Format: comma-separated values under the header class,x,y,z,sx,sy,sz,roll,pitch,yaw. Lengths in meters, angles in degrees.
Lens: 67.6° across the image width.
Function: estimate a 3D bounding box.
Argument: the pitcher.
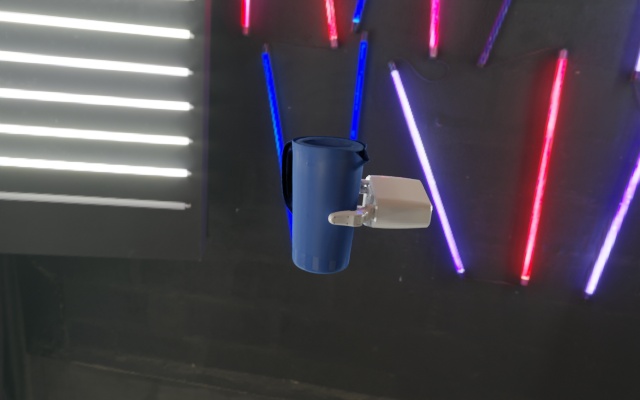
class,x,y,z,sx,sy,sz,roll,pitch,yaw
pitcher,0.000,0.003,0.884,0.145,0.243,0.149,2,17,-8
